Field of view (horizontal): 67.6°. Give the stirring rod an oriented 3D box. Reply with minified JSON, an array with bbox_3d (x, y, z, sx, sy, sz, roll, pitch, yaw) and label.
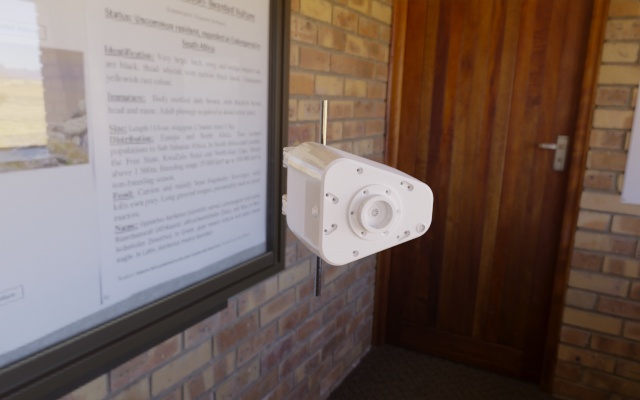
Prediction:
[{"bbox_3d":[0.000,0.002,0.578,0.011,0.239,0.011,2,12,0],"label":"stirring rod"}]
